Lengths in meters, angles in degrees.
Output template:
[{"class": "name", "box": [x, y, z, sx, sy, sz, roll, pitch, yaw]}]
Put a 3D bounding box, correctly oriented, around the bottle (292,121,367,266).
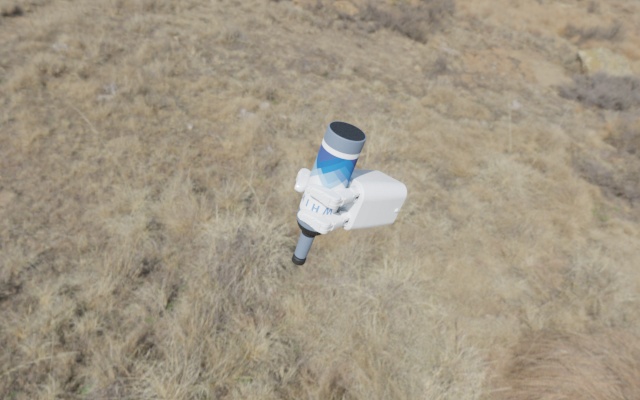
[{"class": "bottle", "box": [0.000, 0.003, 0.857, 0.069, 0.296, 0.069, 14, 33, -10]}]
